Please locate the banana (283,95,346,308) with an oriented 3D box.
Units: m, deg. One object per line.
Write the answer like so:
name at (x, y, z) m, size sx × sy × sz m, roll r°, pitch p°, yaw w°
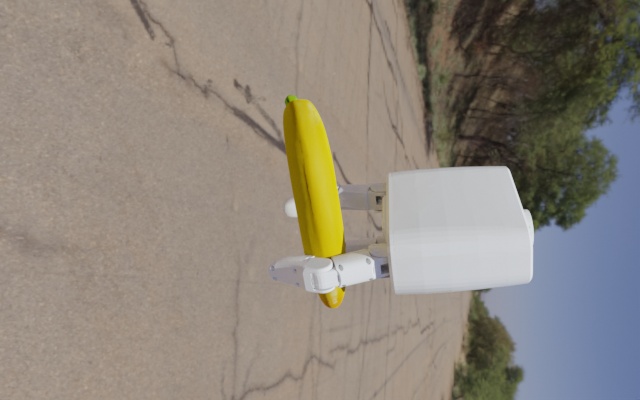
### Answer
banana at (-0.002, -0.003, 0.405) m, size 0.037 × 0.198 × 0.069 m, roll -10°, pitch -3°, yaw 5°
